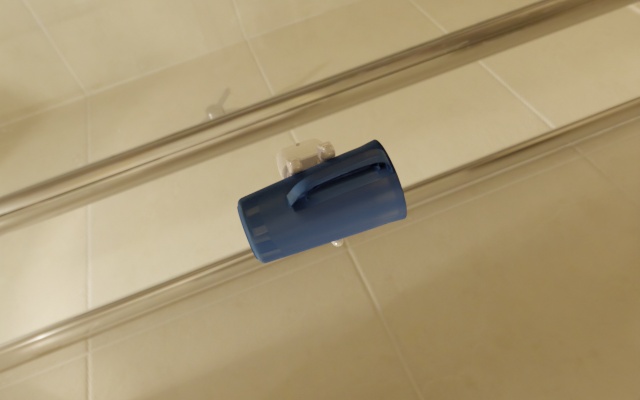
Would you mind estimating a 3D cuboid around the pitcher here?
[{"bbox_3d":[0.000,0.002,0.732,0.243,0.149,0.145,-21,25,-4],"label":"pitcher"}]
